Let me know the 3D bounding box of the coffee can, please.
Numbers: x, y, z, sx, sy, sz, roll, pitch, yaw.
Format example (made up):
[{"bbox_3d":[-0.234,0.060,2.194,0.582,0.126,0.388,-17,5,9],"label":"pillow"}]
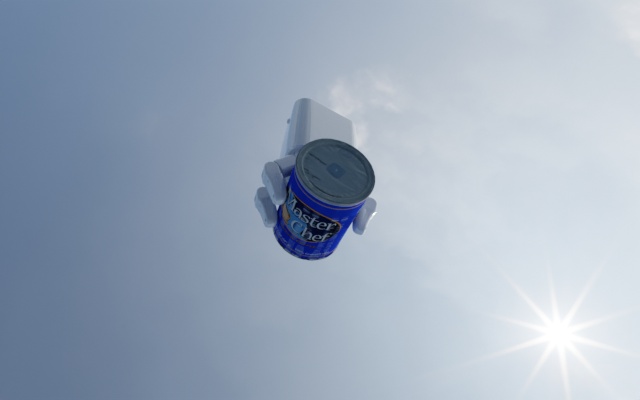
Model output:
[{"bbox_3d":[0.000,0.002,0.637,0.103,0.102,0.140,0,-35,-20],"label":"coffee can"}]
